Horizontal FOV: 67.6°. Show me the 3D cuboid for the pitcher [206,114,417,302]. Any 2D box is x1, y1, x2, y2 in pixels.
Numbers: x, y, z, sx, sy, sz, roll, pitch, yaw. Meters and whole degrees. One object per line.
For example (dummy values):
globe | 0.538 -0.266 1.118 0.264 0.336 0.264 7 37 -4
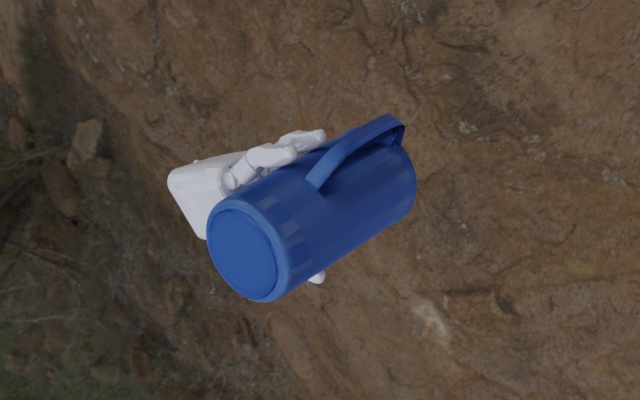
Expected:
pitcher | 0.000 0.002 0.525 0.145 0.149 0.242 -1 19 39
